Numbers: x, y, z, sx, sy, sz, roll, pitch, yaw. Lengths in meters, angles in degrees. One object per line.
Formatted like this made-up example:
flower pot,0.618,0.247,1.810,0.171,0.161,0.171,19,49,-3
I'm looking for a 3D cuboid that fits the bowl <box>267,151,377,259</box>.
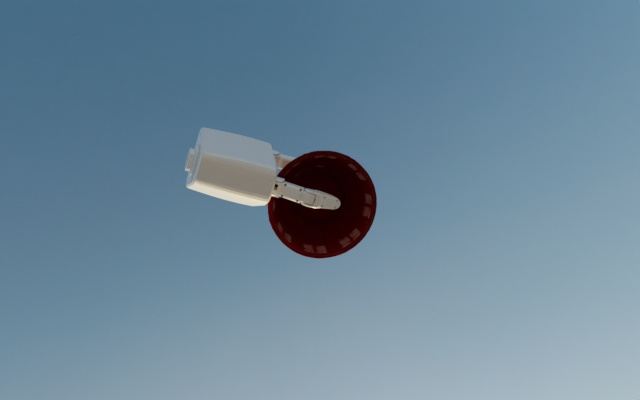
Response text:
bowl,0.001,0.003,0.718,0.162,0.162,0.055,0,13,-9
